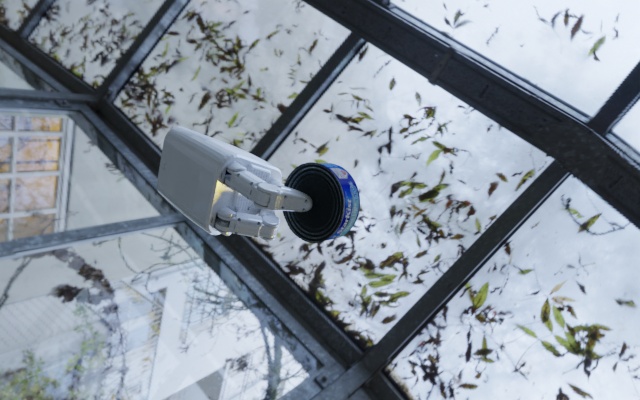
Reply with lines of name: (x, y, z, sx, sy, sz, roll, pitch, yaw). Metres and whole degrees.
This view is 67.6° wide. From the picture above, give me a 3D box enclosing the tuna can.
tuna can: (0.000, 0.002, 0.517, 0.086, 0.086, 0.034, 0, 3, 39)
